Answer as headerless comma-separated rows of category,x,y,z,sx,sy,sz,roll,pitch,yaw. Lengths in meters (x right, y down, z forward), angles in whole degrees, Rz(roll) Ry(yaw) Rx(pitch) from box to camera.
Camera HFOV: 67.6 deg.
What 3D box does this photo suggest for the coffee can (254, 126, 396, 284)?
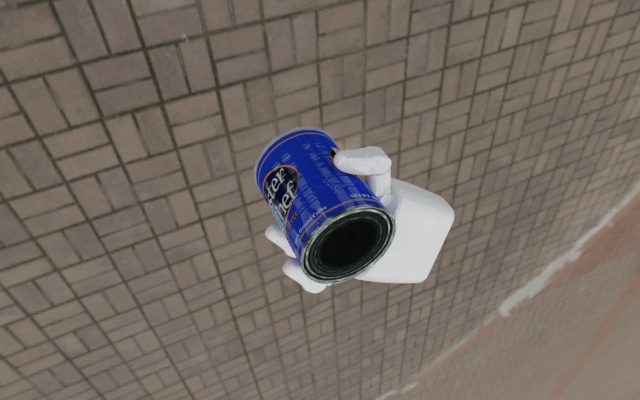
coffee can,0.000,0.001,0.504,0.103,0.103,0.140,0,39,-31
